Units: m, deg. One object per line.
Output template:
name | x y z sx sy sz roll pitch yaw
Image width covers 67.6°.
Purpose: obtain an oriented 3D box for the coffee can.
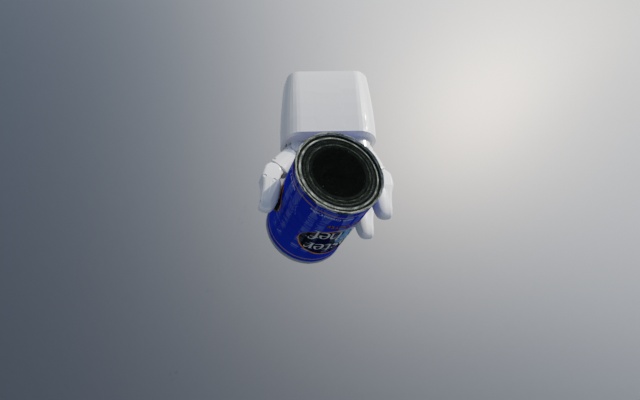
coffee can | 0.000 0.002 0.565 0.103 0.102 0.140 0 -28 -20
